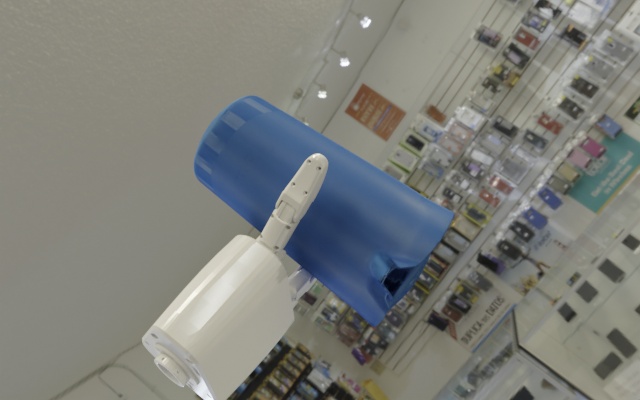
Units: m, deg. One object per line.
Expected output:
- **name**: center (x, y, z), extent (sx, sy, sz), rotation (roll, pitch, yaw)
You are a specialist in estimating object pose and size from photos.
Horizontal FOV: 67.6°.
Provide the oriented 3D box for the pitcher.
- **pitcher**: center (0.000, 0.002, 0.487), extent (0.243, 0.145, 0.149), rotation (36, -32, 10)
